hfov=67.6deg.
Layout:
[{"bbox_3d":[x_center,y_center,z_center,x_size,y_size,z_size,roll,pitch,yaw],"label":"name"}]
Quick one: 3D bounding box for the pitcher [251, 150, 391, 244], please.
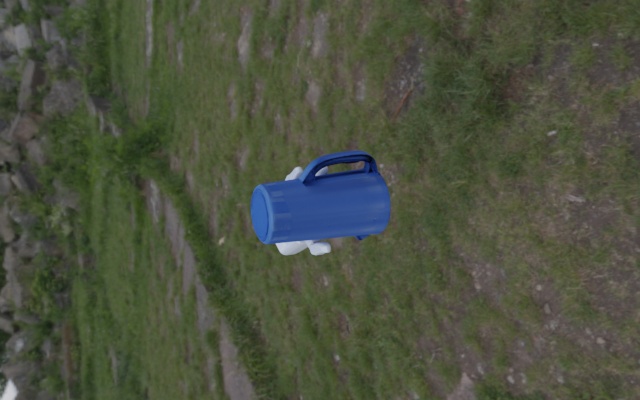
[{"bbox_3d":[0.000,0.003,0.893,0.243,0.149,0.145,-7,-16,-26],"label":"pitcher"}]
